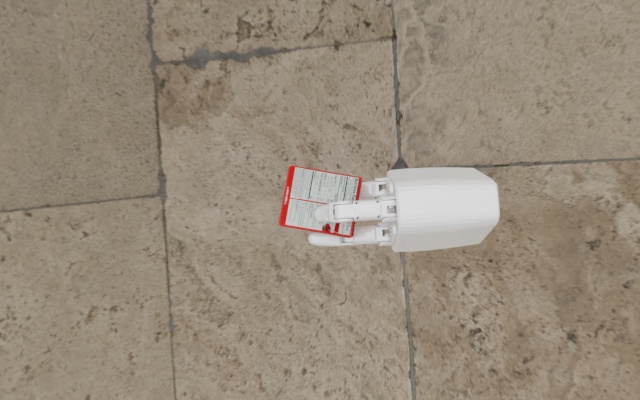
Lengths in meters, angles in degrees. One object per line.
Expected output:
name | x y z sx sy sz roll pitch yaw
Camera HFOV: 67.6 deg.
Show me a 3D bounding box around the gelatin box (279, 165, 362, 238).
gelatin box | 0.000 0.002 0.566 0.089 0.073 0.030 10 -3 0
